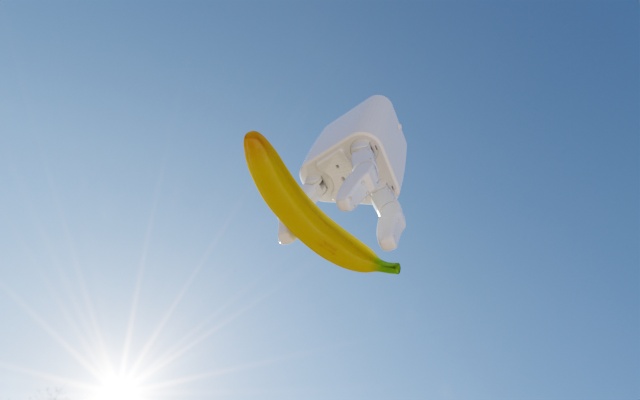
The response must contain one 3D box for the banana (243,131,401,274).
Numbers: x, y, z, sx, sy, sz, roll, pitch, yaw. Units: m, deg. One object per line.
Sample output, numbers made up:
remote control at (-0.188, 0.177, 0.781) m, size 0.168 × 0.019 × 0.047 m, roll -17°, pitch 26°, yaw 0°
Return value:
banana at (-0.009, 0.012, 0.471) m, size 0.070 × 0.198 × 0.037 m, roll -36°, pitch 19°, yaw 42°
